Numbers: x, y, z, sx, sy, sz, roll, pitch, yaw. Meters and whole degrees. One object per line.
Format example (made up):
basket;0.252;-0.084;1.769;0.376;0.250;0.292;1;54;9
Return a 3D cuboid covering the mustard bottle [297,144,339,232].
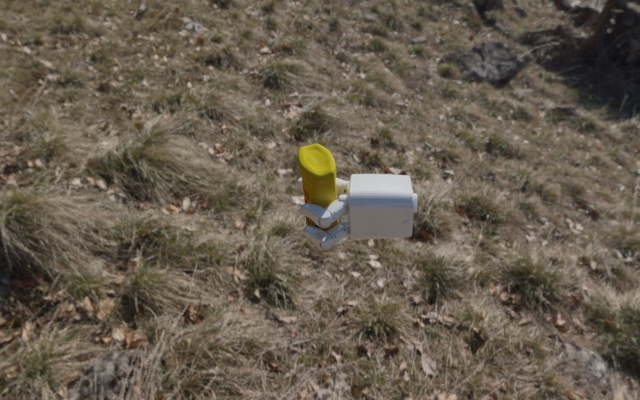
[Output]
mustard bottle;0.000;0.003;0.839;0.058;0.192;0.096;-17;42;-12
